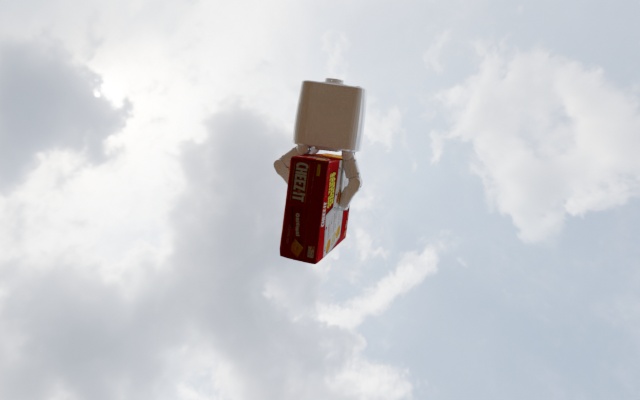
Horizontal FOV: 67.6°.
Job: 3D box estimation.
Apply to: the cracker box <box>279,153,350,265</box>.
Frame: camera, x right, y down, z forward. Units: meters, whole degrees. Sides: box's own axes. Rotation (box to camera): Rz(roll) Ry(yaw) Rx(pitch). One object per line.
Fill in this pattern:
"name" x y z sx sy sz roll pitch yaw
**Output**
"cracker box" 0.000 0.003 0.833 0.072 0.164 0.213 9 9 15
